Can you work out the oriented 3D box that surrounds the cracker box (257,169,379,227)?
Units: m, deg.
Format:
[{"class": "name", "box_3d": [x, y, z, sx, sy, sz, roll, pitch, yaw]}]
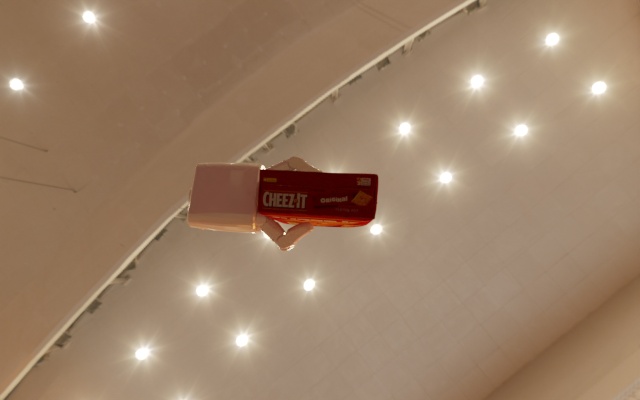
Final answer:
[{"class": "cracker box", "box_3d": [0.000, 0.002, 0.748, 0.164, 0.072, 0.214, 2, -5, 3]}]
